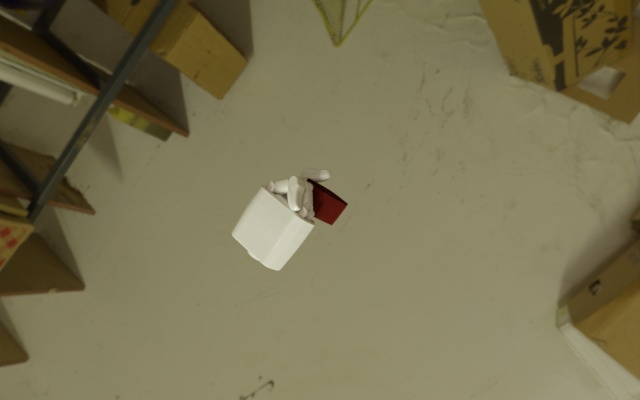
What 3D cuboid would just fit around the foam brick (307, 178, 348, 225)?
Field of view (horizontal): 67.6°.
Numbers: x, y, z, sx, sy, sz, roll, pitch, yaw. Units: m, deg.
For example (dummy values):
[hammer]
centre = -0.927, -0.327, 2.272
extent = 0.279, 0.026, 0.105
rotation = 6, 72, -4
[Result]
[foam brick]
centre = 0.000, 0.003, 0.873
extent = 0.053, 0.051, 0.078
rotation = 40, 8, 40
